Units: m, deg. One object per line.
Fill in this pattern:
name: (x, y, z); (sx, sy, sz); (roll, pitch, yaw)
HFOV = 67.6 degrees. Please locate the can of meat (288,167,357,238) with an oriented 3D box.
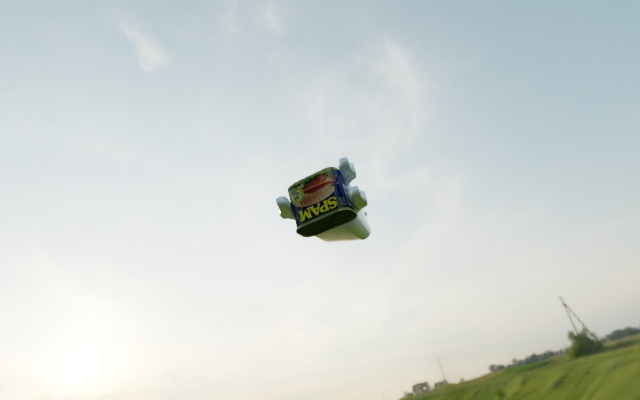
can of meat: (0.000, 0.002, 0.799); (0.102, 0.084, 0.057); (-24, -26, 17)
